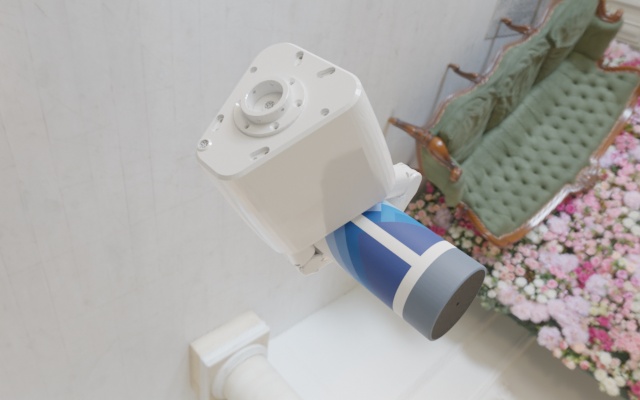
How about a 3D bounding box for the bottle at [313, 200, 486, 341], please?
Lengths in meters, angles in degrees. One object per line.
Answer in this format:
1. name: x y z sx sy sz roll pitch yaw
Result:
1. bottle: 0.000 0.002 0.423 0.295 0.069 0.069 37 22 33
